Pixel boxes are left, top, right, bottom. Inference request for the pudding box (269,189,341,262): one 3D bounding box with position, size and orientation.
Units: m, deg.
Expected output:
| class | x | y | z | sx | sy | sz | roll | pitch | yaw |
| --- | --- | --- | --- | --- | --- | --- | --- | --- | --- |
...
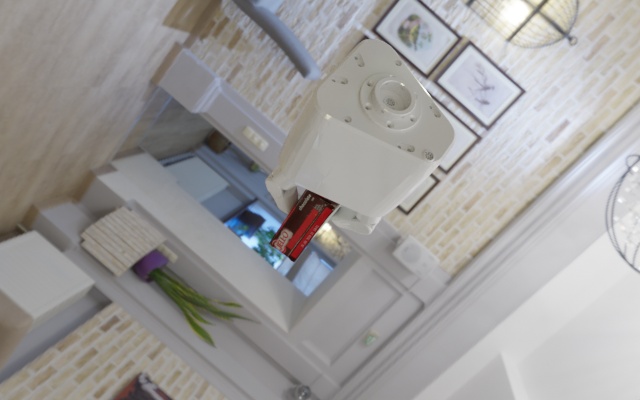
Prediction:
| class | x | y | z | sx | sy | sz | roll | pitch | yaw |
| --- | --- | --- | --- | --- | --- | --- | --- | --- | --- |
| pudding box | 0.000 | 0.002 | 0.510 | 0.039 | 0.090 | 0.113 | 39 | 35 | 3 |
